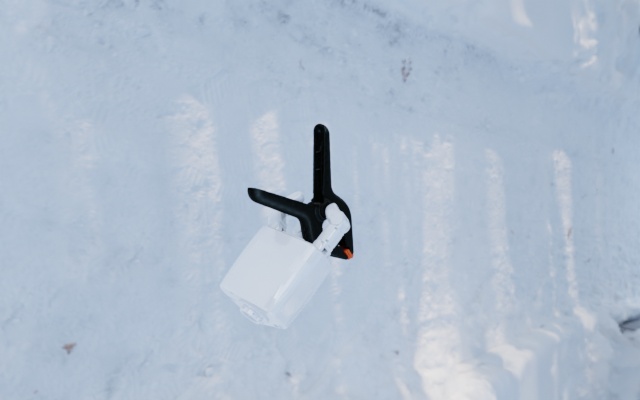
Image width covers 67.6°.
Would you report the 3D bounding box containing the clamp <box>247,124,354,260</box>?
[{"bbox_3d":[0.001,0.003,0.716,0.036,0.164,0.210,7,-39,48],"label":"clamp"}]
